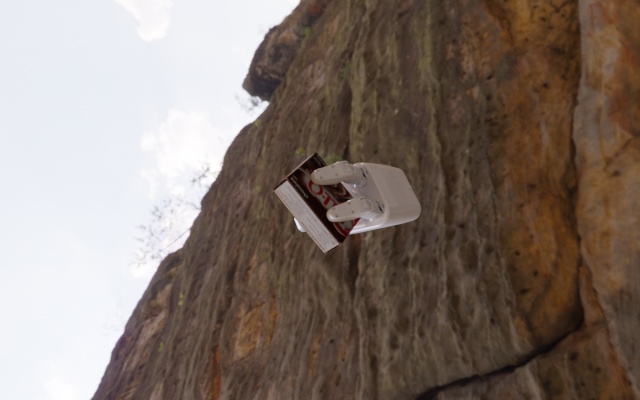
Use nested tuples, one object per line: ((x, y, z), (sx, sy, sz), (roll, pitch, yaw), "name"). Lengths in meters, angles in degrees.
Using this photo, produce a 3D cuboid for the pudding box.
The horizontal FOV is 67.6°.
((0.000, 0.002, 0.641), (0.039, 0.113, 0.090), (-38, 6, 36), "pudding box")
